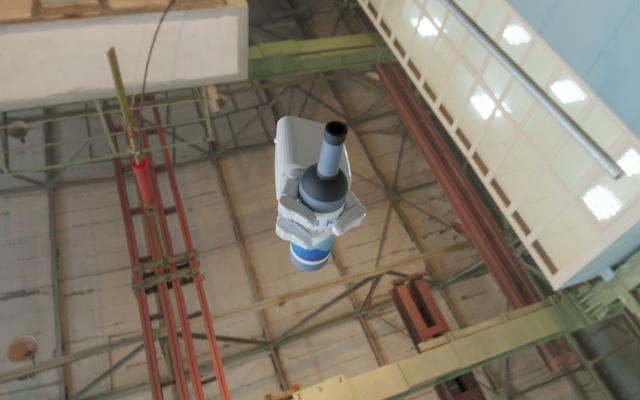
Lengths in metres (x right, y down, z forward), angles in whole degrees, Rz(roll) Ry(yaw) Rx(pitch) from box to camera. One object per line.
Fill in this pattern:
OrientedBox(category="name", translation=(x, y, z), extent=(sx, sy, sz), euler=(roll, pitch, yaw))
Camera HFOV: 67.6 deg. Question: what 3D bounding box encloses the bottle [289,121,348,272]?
OrientedBox(category="bottle", translation=(0.000, 0.002, 0.680), extent=(0.069, 0.069, 0.296), euler=(0, -36, -9))
